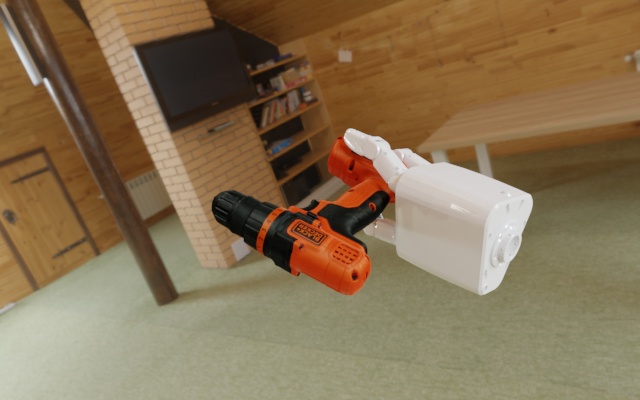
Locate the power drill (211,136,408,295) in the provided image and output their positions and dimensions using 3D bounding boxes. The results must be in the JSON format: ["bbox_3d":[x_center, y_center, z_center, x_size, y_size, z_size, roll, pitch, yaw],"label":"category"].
[{"bbox_3d":[0.001,0.002,0.530,0.184,0.057,0.187,27,48,18],"label":"power drill"}]
